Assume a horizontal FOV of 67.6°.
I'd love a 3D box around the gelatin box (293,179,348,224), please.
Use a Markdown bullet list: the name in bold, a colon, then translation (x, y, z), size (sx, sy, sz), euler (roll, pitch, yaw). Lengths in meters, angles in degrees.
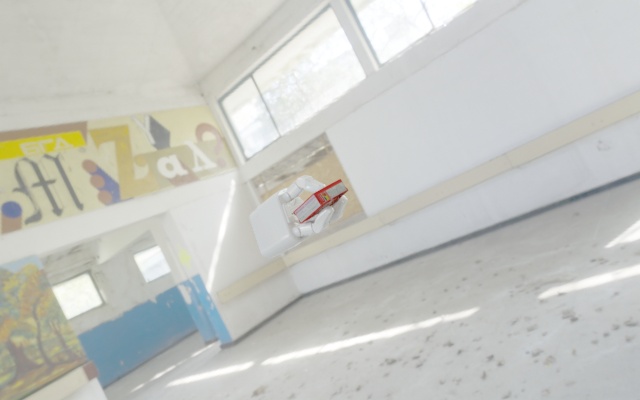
- **gelatin box**: translation (0.000, 0.002, 0.890), size (0.073, 0.030, 0.089), euler (-29, -9, -38)
